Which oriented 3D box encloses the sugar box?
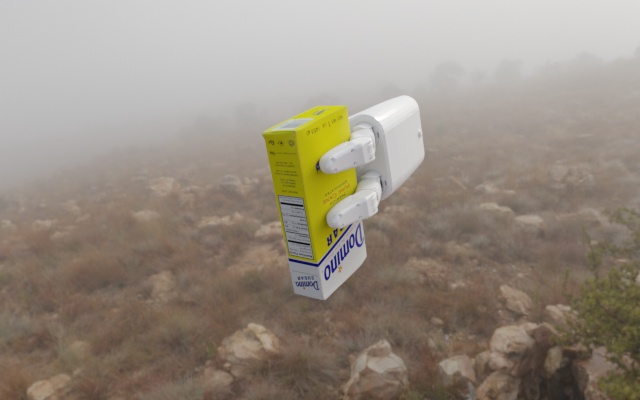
[{"bbox_3d":[0.001,0.001,0.483,0.048,0.176,0.093,4,26,36],"label":"sugar box"}]
